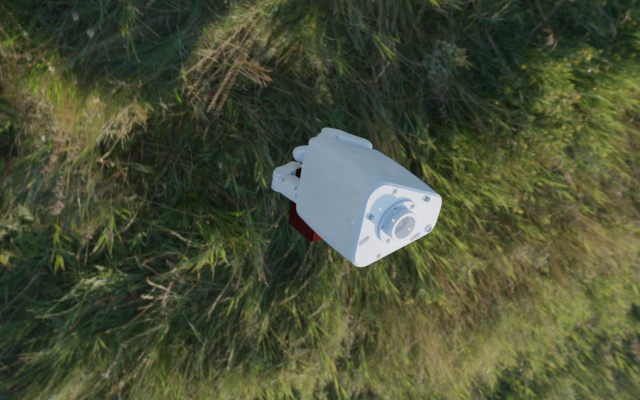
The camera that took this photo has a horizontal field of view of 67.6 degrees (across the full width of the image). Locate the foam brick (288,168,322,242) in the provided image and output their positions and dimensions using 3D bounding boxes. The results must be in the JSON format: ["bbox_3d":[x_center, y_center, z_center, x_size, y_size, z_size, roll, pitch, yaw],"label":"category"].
[{"bbox_3d":[0.000,0.002,0.577,0.053,0.078,0.051,-14,36,-38],"label":"foam brick"}]
